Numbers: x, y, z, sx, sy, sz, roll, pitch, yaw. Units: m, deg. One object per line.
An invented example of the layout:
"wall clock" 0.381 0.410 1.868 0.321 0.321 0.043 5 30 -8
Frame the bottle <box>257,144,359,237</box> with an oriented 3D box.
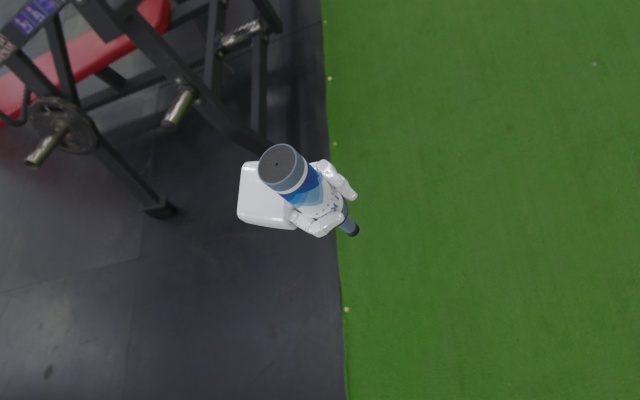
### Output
"bottle" 0.000 0.003 0.808 0.069 0.069 0.296 0 -22 28
